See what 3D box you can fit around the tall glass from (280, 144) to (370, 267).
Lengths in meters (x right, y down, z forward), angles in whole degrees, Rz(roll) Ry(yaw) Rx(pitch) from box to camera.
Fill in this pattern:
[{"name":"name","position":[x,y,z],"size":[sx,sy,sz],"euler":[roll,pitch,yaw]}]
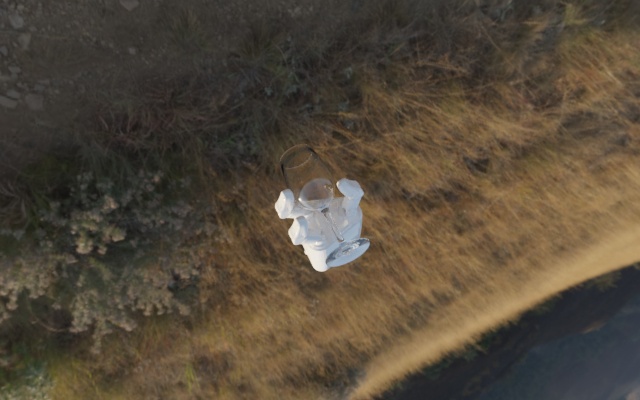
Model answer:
[{"name":"tall glass","position":[0.000,0.003,0.766],"size":[0.079,0.201,0.079],"euler":[-21,-29,-12]}]
